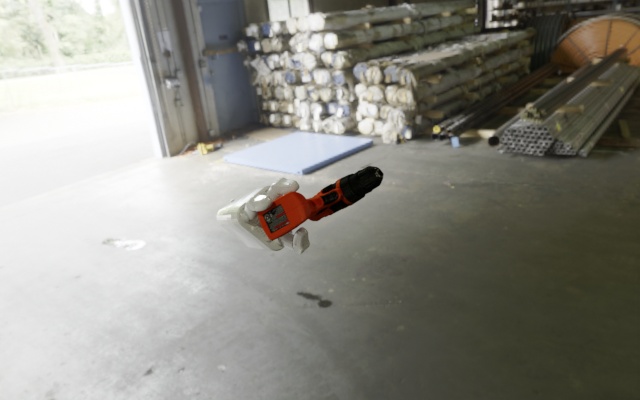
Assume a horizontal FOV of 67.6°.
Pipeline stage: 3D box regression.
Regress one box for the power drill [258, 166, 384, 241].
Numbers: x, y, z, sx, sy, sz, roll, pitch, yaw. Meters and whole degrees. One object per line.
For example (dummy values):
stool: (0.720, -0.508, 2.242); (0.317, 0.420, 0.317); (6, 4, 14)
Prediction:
power drill: (0.000, 0.003, 0.819); (0.184, 0.057, 0.187); (-32, -10, 39)
